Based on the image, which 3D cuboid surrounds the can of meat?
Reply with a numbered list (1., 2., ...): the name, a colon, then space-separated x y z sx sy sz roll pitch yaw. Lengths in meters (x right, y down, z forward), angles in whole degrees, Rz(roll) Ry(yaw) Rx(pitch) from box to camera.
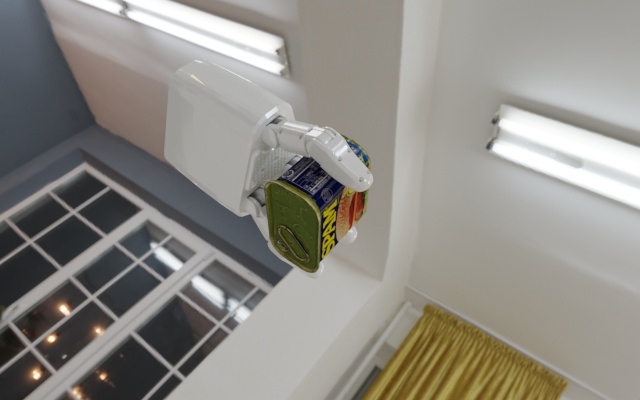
1. can of meat: 0.000 0.001 0.431 0.057 0.102 0.084 30 54 23
